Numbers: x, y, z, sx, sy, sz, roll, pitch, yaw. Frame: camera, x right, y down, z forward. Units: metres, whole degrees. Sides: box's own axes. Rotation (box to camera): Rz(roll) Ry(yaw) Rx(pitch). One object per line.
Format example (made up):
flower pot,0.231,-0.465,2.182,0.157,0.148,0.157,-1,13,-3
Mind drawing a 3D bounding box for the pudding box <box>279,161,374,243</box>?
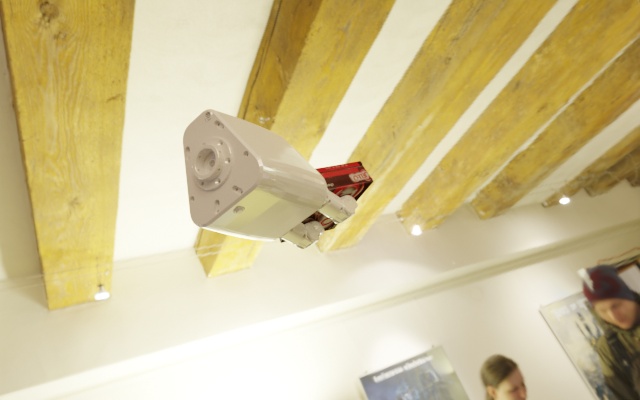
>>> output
pudding box,0.000,0.002,0.594,0.090,0.039,0.113,-11,-26,-36
